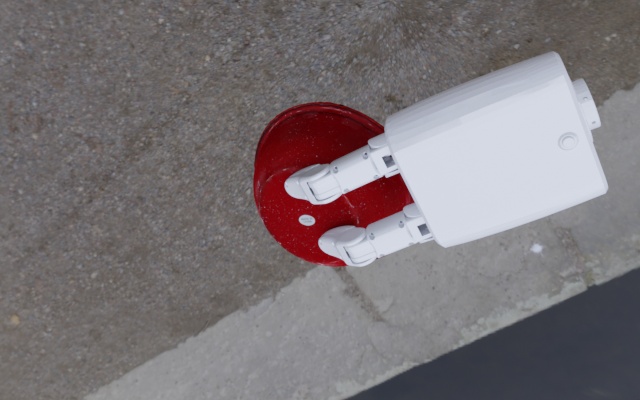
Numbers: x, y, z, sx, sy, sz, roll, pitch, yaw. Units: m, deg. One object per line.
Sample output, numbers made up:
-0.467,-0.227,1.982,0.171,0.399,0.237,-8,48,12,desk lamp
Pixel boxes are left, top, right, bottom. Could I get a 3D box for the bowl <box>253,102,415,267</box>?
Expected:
-0.001,0.002,0.411,0.162,0.162,0.055,0,30,29,bowl
